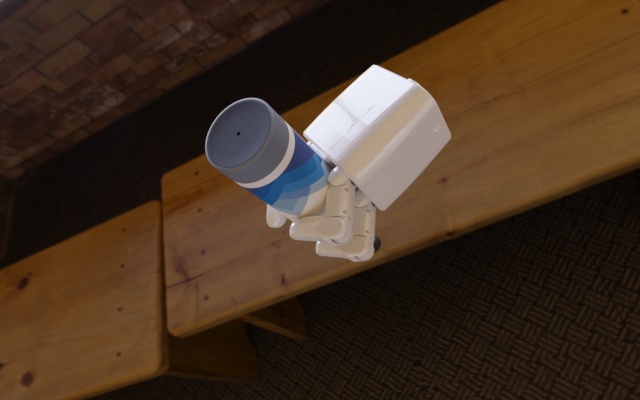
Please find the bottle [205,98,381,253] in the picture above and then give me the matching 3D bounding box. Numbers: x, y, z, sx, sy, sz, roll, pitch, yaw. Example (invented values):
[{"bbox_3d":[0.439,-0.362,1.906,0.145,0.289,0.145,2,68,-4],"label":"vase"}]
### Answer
[{"bbox_3d":[0.000,0.002,0.499,0.069,0.069,0.296,0,-22,29],"label":"bottle"}]
